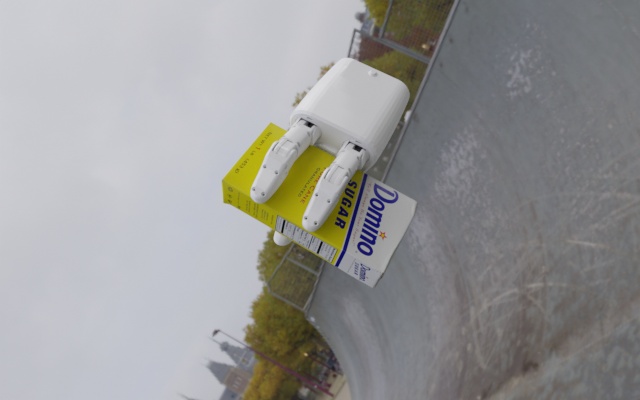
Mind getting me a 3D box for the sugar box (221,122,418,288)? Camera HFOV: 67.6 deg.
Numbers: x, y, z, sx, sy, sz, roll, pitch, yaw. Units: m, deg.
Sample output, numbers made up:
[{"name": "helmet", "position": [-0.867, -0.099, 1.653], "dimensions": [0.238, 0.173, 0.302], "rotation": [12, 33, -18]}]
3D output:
[{"name": "sugar box", "position": [0.000, 0.001, 0.476], "dimensions": [0.176, 0.093, 0.048], "rotation": [27, -32, 9]}]
